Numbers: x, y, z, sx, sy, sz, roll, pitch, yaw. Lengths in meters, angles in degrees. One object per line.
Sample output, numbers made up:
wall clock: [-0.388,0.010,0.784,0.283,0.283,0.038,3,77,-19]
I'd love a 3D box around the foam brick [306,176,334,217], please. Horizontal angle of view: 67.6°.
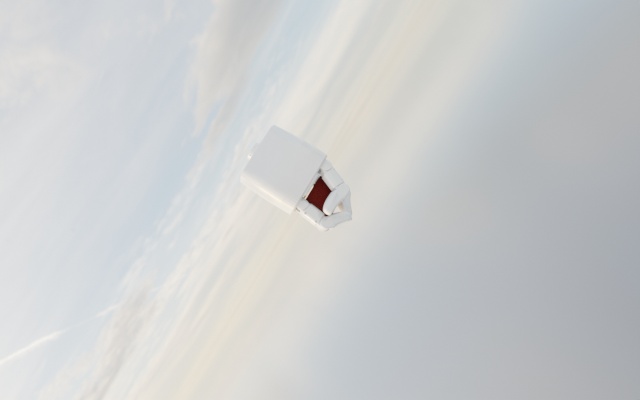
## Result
foam brick: [0.000,0.003,0.833,0.051,0.053,0.078,31,-25,-2]
